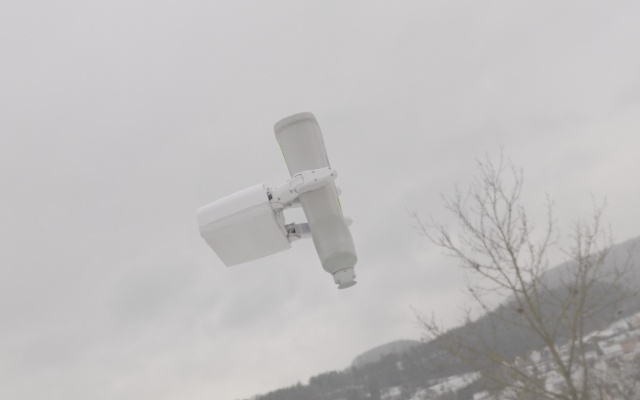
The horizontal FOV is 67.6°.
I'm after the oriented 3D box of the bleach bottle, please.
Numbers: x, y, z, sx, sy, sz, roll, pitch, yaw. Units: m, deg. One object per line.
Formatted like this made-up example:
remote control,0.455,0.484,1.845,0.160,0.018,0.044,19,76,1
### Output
bleach bottle,0.000,0.002,0.685,0.068,0.250,0.103,-19,-24,4
